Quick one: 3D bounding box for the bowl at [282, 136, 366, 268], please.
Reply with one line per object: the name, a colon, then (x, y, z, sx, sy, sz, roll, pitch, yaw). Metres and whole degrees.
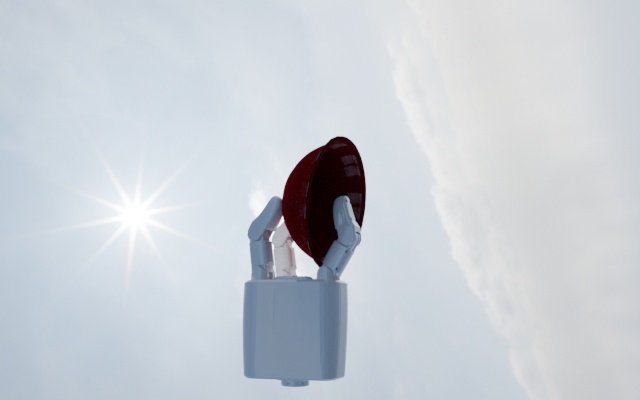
bowl: (0.000, 0.001, 0.581, 0.055, 0.162, 0.162, 6, 3, 28)
